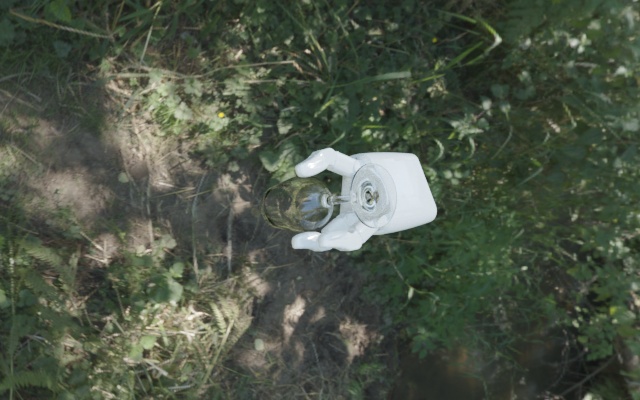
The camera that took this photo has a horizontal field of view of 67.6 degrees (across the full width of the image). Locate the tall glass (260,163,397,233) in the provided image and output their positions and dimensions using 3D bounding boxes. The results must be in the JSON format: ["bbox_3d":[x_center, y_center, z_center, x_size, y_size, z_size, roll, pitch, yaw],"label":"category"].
[{"bbox_3d":[0.000,0.002,0.618,0.079,0.079,0.201,0,-4,-39],"label":"tall glass"}]
